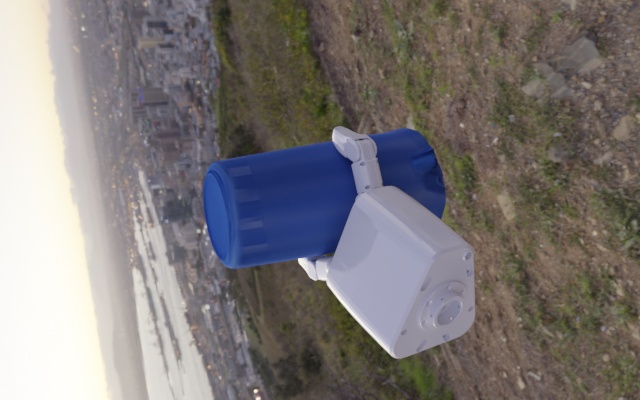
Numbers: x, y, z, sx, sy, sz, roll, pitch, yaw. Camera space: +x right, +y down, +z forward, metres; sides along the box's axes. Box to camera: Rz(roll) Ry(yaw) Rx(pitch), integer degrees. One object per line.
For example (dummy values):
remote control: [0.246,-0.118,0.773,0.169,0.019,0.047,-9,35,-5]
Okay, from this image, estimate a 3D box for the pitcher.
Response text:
pitcher: [0.000,0.002,0.528,0.243,0.149,0.145,-10,31,-26]
